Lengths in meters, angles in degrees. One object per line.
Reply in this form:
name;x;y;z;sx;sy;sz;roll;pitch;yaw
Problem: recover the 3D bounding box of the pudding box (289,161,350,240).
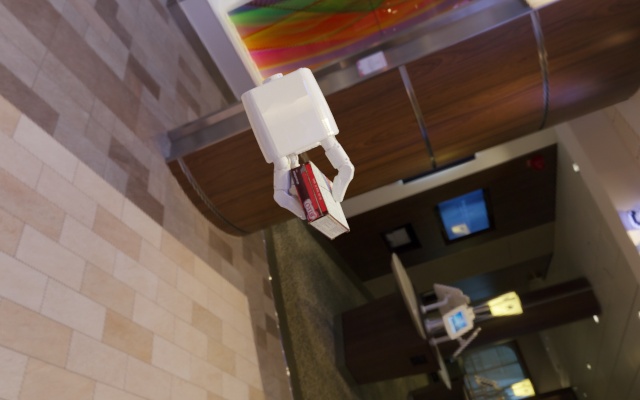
pudding box;0.000;0.002;0.718;0.039;0.090;0.113;-24;-23;13
